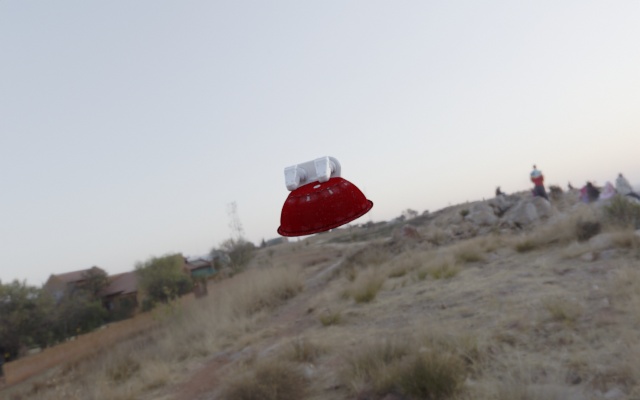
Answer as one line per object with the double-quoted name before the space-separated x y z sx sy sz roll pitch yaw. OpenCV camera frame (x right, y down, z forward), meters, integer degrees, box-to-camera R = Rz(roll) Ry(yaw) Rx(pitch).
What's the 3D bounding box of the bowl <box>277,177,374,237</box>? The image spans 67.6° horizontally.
"bowl" 0.000 0.002 0.760 0.162 0.055 0.162 -16 13 4
